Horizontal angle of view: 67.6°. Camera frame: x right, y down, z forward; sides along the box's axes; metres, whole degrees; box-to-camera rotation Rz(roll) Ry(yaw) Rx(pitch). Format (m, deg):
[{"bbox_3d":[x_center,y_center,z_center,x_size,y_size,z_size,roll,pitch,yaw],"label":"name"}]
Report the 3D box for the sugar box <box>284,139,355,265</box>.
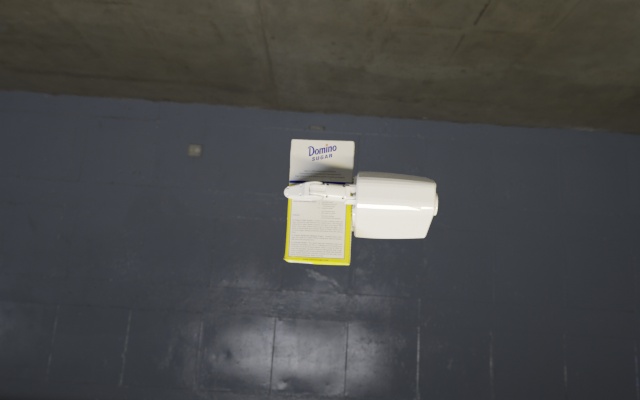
[{"bbox_3d":[0.000,0.002,0.689,0.093,0.176,0.048,3,-11,4],"label":"sugar box"}]
